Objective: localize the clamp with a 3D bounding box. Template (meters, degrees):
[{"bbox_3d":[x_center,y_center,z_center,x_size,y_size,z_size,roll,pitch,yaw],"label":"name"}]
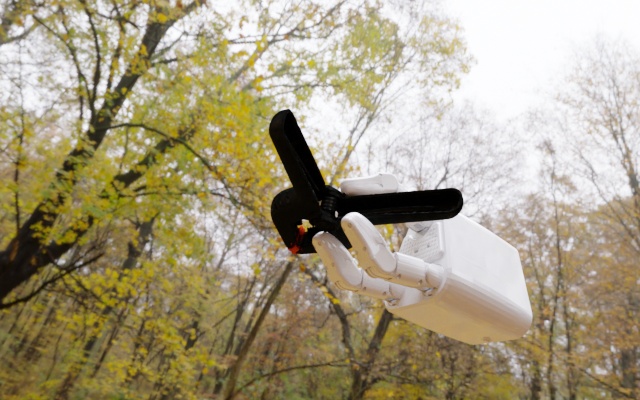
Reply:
[{"bbox_3d":[0.000,0.001,0.438,0.164,0.036,0.210,28,-30,-16],"label":"clamp"}]
